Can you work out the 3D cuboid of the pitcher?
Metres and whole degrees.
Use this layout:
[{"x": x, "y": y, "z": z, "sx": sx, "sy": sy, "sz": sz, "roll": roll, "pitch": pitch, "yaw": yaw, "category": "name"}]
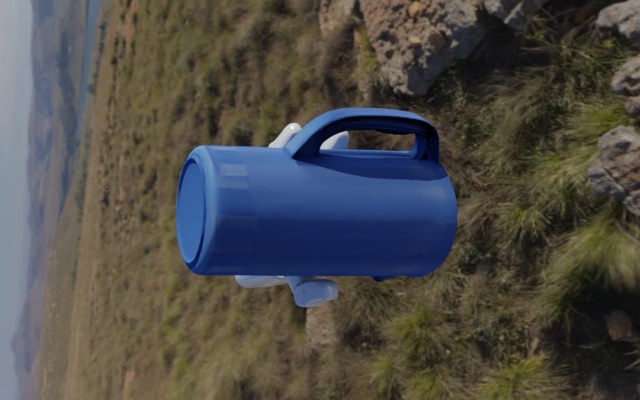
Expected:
[{"x": 0.000, "y": 0.002, "z": 0.446, "sx": 0.243, "sy": 0.149, "sz": 0.145, "roll": 2, "pitch": -16, "yaw": -30, "category": "pitcher"}]
